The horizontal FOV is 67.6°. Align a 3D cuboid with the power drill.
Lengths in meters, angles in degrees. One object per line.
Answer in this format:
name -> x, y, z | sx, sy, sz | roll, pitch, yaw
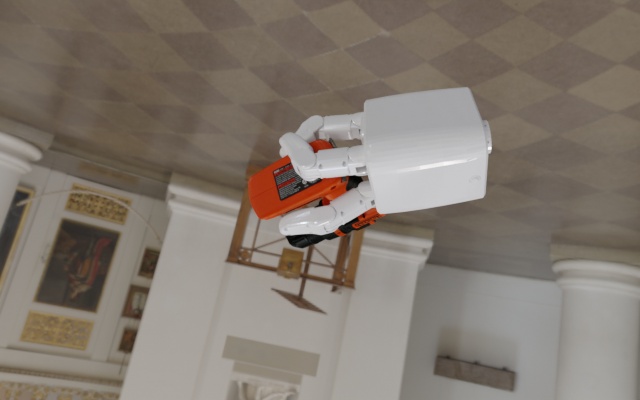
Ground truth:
power drill -> 0.000, 0.002, 0.563 | 0.184, 0.057, 0.188 | -28, -22, 21
